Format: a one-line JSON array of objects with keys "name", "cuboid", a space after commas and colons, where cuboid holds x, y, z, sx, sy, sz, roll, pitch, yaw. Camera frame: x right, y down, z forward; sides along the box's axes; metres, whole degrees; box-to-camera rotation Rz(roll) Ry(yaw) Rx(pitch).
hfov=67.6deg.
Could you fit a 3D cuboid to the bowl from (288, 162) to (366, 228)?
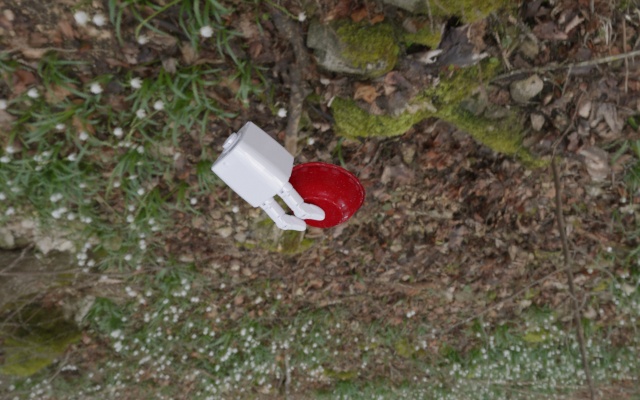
[{"name": "bowl", "cuboid": [0.001, 0.004, 0.884, 0.162, 0.055, 0.162, 7, -38, 5]}]
